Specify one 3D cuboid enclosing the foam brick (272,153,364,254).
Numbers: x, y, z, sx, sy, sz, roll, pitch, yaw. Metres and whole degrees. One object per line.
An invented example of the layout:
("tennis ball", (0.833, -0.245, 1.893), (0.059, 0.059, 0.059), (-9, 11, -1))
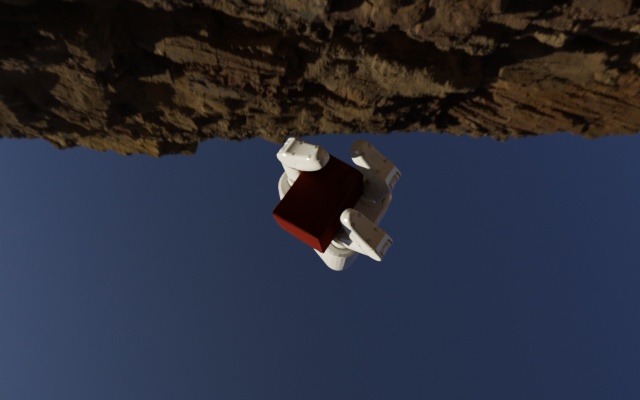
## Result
("foam brick", (0.000, 0.002, 0.453), (0.053, 0.078, 0.051), (31, -16, 15))
